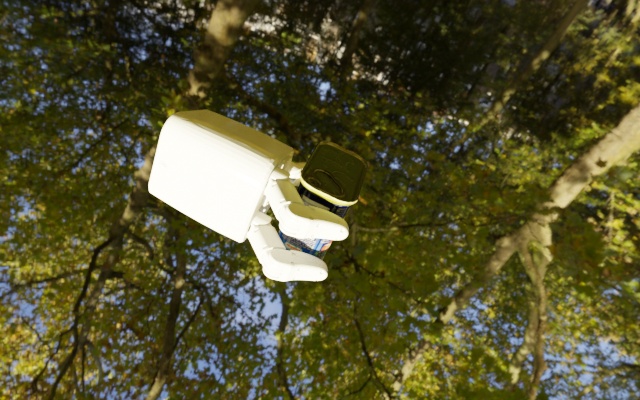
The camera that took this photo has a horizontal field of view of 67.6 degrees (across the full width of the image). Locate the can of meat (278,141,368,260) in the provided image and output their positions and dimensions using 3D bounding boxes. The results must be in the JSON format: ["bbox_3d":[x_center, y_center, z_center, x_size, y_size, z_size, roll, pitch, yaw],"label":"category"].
[{"bbox_3d":[0.000,0.002,0.477,0.057,0.084,0.102,26,32,-1],"label":"can of meat"}]
